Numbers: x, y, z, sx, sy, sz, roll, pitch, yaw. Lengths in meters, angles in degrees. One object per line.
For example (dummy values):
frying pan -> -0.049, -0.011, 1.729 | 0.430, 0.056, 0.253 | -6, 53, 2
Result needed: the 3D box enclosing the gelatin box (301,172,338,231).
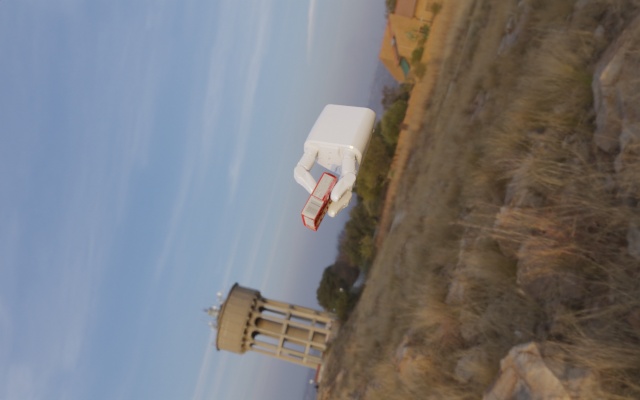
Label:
gelatin box -> 0.000, 0.003, 0.845 | 0.030, 0.089, 0.073 | 26, -16, 10
